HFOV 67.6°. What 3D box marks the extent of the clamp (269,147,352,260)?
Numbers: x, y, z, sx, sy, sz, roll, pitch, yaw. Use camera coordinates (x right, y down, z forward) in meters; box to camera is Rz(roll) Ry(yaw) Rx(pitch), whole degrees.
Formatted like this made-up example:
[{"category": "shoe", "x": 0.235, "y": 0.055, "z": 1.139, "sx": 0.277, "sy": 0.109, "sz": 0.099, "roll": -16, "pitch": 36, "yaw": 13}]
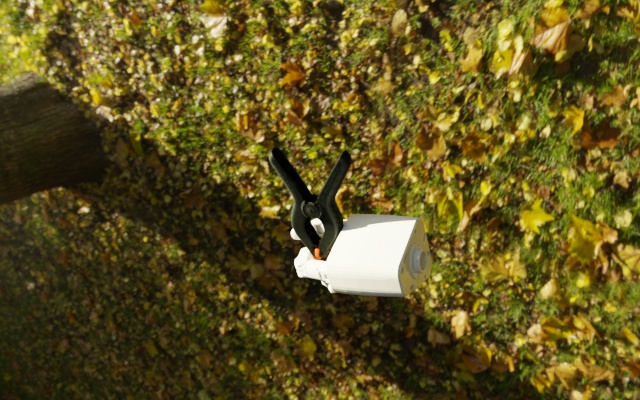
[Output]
[{"category": "clamp", "x": 0.000, "y": 0.003, "z": 0.665, "sx": 0.120, "sy": 0.171, "sz": 0.039, "roll": -1, "pitch": 26, "yaw": 34}]
